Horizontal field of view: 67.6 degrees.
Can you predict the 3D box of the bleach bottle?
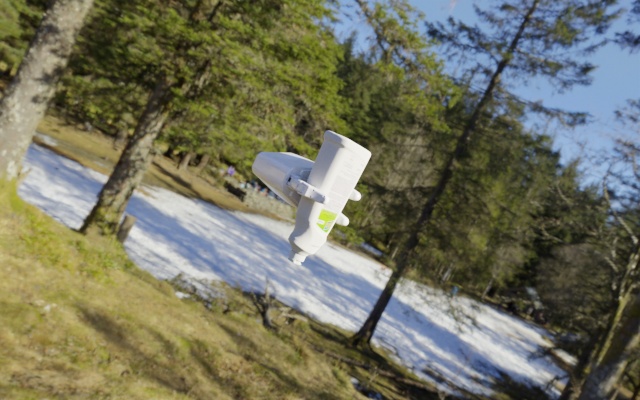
[{"bbox_3d":[0.000,0.003,0.897,0.068,0.251,0.102,30,5,40],"label":"bleach bottle"}]
